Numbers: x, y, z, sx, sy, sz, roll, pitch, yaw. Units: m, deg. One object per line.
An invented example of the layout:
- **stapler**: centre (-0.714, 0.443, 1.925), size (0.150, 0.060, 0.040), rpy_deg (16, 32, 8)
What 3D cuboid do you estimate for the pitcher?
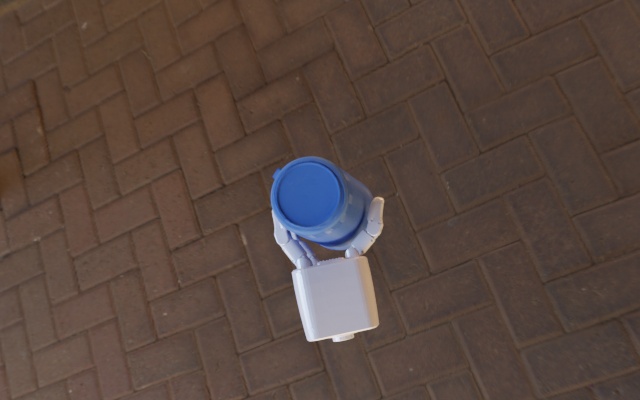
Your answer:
- **pitcher**: centre (0.000, 0.003, 0.744), size (0.149, 0.145, 0.243), rpy_deg (-11, -10, 11)
